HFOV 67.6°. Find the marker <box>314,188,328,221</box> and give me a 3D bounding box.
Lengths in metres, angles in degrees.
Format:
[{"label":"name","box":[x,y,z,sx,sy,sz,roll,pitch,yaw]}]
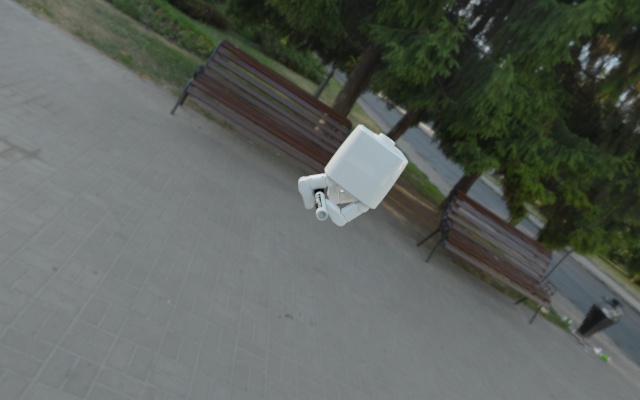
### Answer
[{"label":"marker","box":[0.000,0.003,0.829,0.020,0.020,0.121,0,21,-2]}]
